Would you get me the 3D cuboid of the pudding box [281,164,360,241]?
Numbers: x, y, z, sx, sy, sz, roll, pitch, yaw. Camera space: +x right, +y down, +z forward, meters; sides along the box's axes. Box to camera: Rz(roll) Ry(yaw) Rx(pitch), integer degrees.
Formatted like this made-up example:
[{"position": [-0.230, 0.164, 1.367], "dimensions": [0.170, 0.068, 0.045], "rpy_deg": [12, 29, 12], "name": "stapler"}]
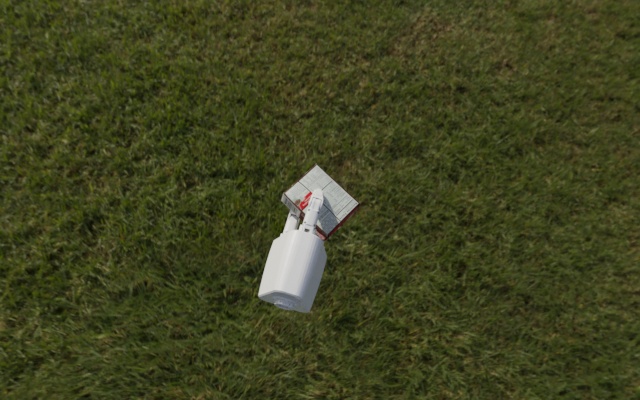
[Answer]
[{"position": [0.000, 0.003, 0.858], "dimensions": [0.090, 0.113, 0.039], "rpy_deg": [-43, -9, -22], "name": "pudding box"}]
